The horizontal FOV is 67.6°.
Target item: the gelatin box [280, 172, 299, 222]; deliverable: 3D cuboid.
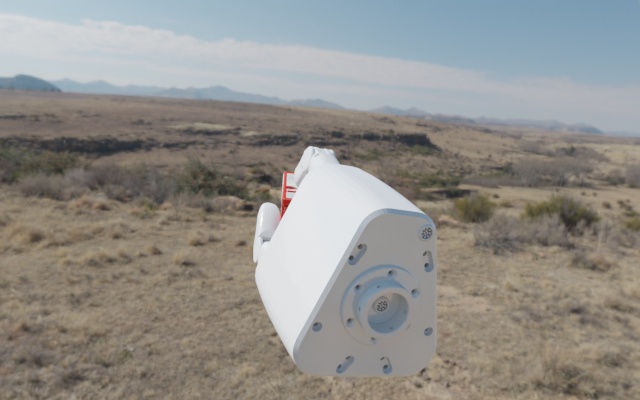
[{"bbox_3d":[0.000,0.001,0.445,0.073,0.030,0.089,6,18,-5],"label":"gelatin box"}]
